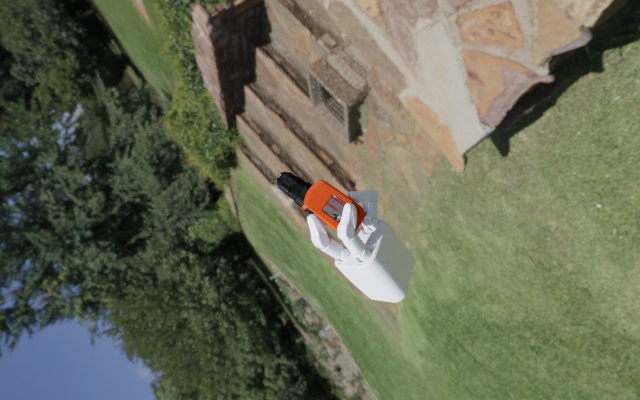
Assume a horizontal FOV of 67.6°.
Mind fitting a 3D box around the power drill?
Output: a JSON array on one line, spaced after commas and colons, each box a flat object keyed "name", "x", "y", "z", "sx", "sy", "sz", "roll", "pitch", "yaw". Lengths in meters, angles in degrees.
[{"name": "power drill", "x": 0.000, "y": 0.003, "z": 0.878, "sx": 0.184, "sy": 0.057, "sz": 0.187, "roll": 34, "pitch": -3, "yaw": -6}]
